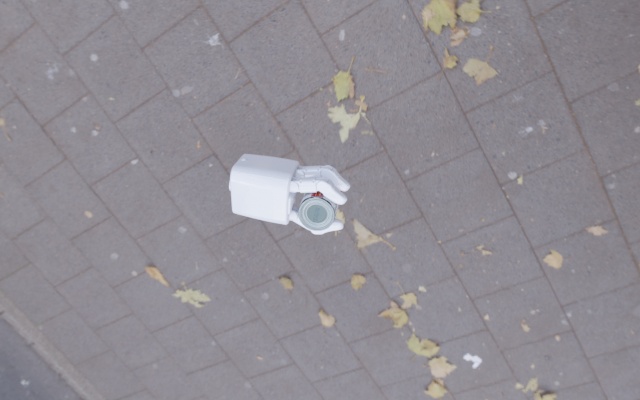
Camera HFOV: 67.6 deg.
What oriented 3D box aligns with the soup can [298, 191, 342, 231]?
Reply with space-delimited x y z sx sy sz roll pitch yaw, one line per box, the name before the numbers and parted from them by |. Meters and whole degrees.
soup can | 0.001 0.003 0.870 0.068 0.068 0.102 0 25 10
